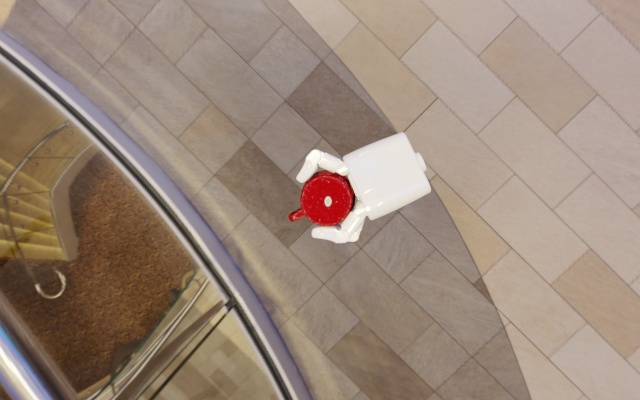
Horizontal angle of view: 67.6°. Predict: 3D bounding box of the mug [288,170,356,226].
[{"bbox_3d":[-0.001,0.003,0.774,0.117,0.093,0.081,-25,3,5],"label":"mug"}]
